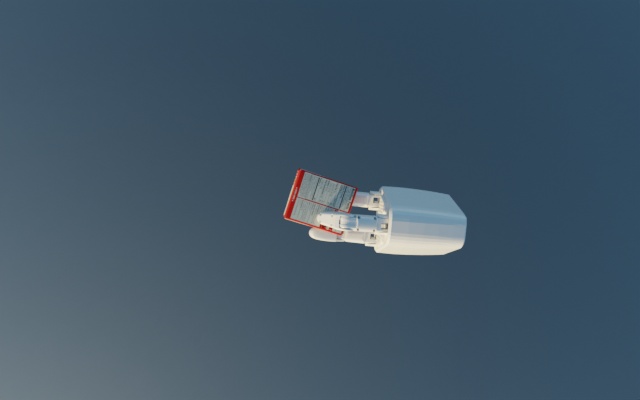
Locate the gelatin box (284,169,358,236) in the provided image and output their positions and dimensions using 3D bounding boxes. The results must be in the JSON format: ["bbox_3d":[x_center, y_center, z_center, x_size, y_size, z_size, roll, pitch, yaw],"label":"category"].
[{"bbox_3d":[0.000,0.002,0.681,0.089,0.073,0.030,18,3,-9],"label":"gelatin box"}]
